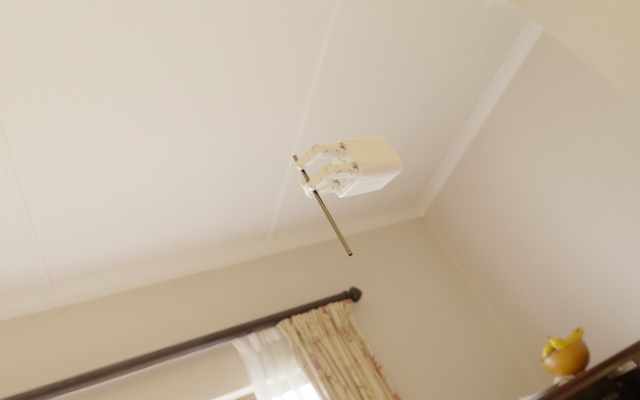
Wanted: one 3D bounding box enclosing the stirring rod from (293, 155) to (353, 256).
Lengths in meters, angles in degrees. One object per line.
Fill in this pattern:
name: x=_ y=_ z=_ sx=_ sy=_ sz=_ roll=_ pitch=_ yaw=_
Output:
stirring rod: x=0.000 y=0.003 z=0.867 sx=0.011 sy=0.239 sz=0.011 roll=-21 pitch=-33 yaw=-14
